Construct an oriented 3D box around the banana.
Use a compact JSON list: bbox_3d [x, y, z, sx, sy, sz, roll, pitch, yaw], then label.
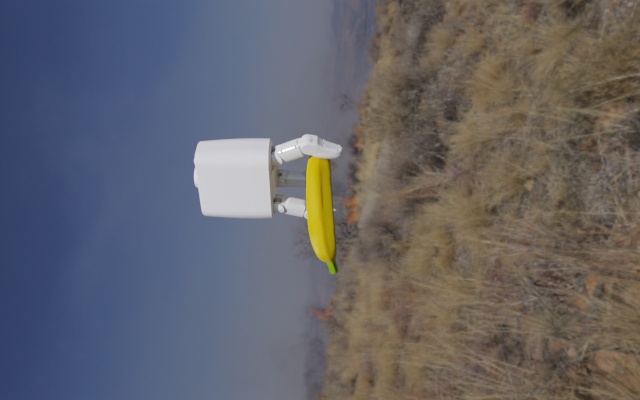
[{"bbox_3d":[0.000,-0.001,0.663,0.037,0.197,0.070,-4,-19,1],"label":"banana"}]
